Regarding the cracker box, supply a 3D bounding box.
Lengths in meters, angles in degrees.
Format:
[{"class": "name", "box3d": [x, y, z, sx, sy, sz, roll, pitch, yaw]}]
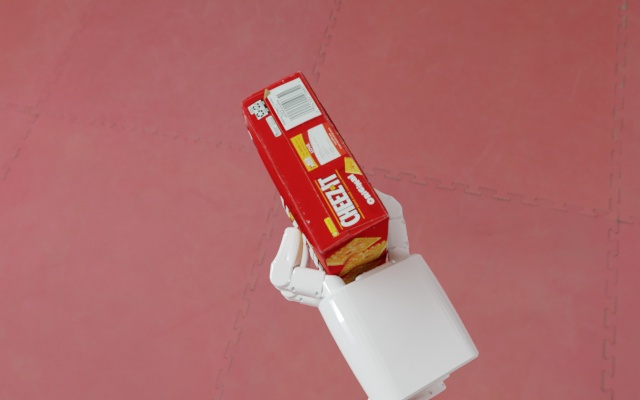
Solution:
[{"class": "cracker box", "box3d": [0.000, 0.001, 0.491, 0.072, 0.164, 0.214, -27, -22, -6]}]
